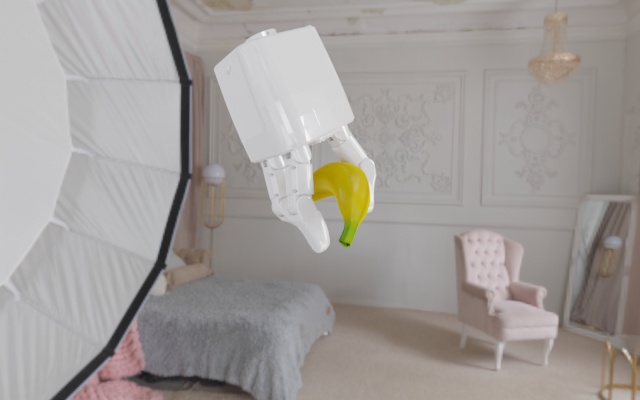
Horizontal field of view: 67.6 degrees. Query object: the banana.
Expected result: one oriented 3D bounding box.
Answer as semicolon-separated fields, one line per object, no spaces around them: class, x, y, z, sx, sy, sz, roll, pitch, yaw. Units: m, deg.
banana;0.013;-0.012;0.512;0.037;0.069;0.197;41;1;-17
